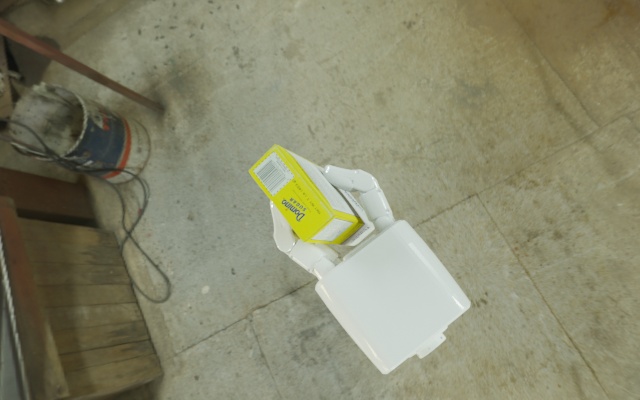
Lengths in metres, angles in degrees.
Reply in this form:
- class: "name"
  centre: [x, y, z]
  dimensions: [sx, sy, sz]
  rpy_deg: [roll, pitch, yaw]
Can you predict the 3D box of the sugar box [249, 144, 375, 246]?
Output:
- class: "sugar box"
  centre: [0.000, 0.002, 0.517]
  dimensions: [0.048, 0.093, 0.176]
  rpy_deg: [-41, -18, 8]
